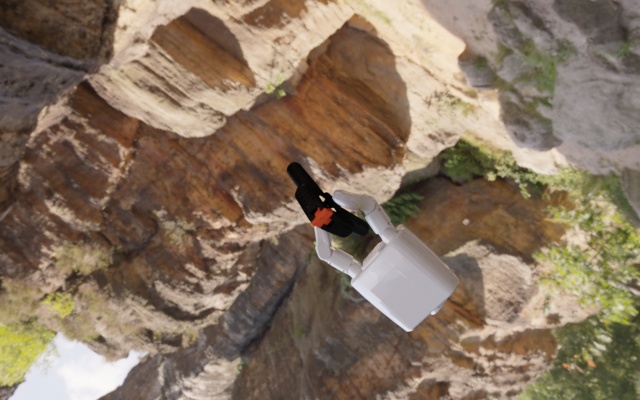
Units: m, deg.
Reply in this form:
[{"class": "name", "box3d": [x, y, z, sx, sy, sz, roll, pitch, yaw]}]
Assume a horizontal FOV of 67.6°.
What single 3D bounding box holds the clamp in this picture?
[{"class": "clamp", "box3d": [0.000, 0.003, 0.677, 0.164, 0.036, 0.210, 41, 8, 4]}]
